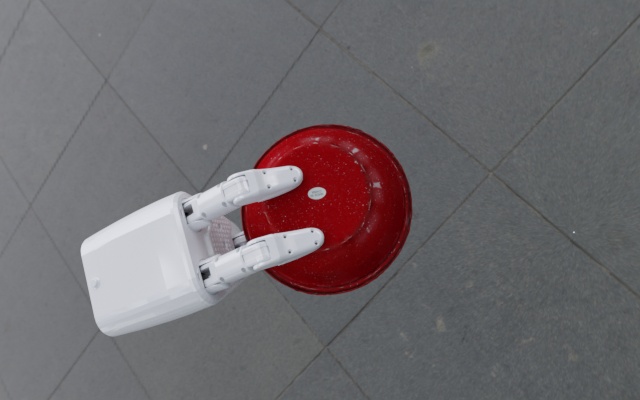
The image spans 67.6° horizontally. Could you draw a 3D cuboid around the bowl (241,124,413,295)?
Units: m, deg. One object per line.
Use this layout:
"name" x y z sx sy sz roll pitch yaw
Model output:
"bowl" 0.001 0.001 0.420 0.162 0.162 0.055 0 -11 8
